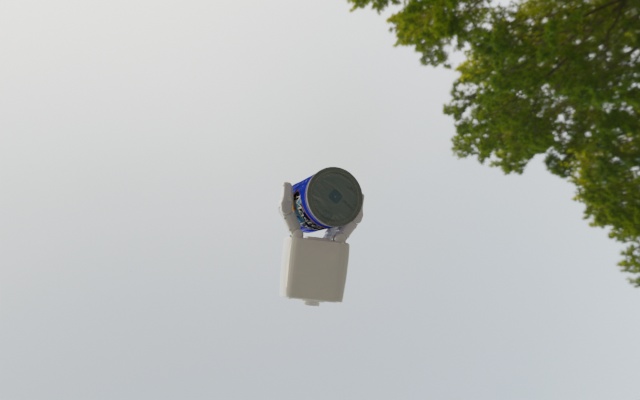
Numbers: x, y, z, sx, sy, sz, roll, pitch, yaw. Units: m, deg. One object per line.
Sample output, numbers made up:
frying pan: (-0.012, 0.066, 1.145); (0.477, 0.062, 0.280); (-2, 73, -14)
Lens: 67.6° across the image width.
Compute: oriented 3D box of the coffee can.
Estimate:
coffee can: (0.000, 0.003, 0.867); (0.103, 0.103, 0.140); (0, -8, -22)
